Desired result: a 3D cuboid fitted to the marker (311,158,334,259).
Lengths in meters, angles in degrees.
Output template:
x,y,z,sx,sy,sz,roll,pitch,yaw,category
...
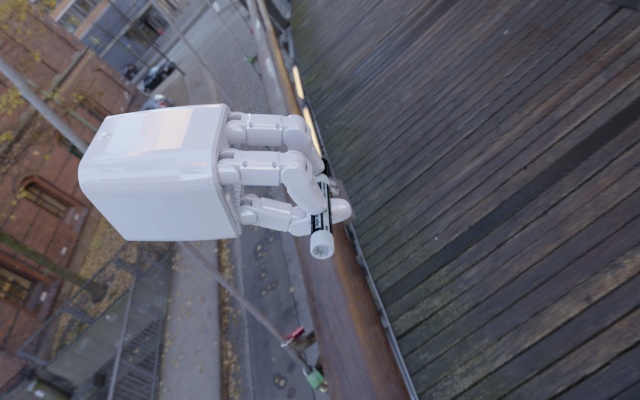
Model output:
x,y,z,sx,sy,sz,roll,pitch,yaw,category
0.000,0.001,0.424,0.020,0.020,0.121,0,41,-2,marker
